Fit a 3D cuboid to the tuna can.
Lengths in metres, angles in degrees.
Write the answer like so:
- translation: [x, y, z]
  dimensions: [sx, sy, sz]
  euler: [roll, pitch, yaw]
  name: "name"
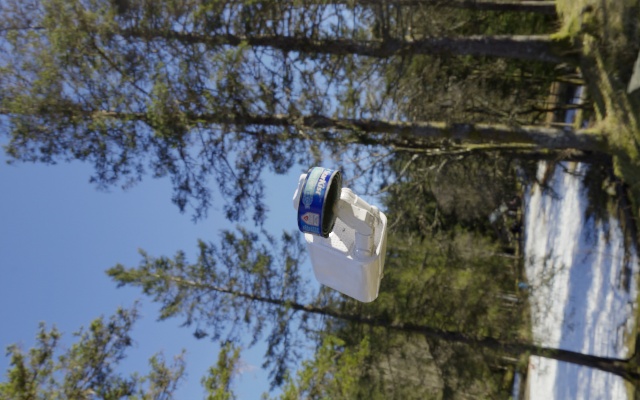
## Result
- translation: [0.000, 0.002, 0.593]
  dimensions: [0.034, 0.086, 0.086]
  euler: [11, 2, 13]
  name: "tuna can"
